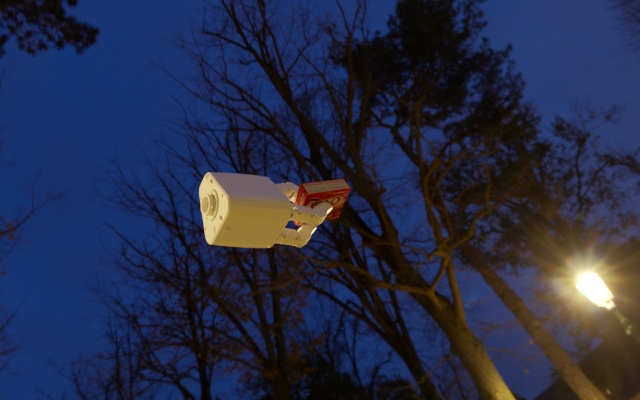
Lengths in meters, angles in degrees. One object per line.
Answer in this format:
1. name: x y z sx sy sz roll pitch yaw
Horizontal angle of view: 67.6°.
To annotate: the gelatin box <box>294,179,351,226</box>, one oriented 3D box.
1. gelatin box: 0.000 0.002 0.817 0.089 0.073 0.030 -9 47 -30
